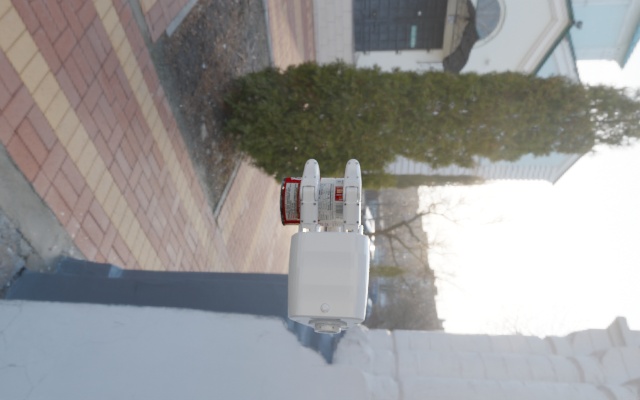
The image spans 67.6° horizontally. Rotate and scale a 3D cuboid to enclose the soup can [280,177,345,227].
[{"bbox_3d":[0.000,0.002,0.654,0.102,0.068,0.068,1,0,6],"label":"soup can"}]
